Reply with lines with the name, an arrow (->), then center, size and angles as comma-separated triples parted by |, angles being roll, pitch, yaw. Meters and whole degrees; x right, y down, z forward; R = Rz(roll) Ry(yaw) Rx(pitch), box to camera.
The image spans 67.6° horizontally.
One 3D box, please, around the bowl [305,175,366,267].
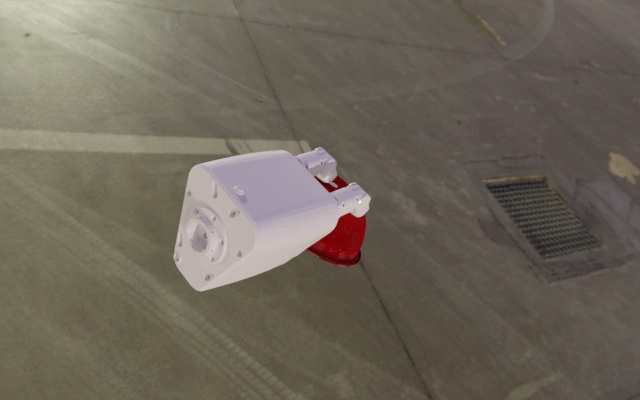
bowl -> 0.001, 0.001, 0.567 | 0.162, 0.055, 0.162 | 35, 18, -13
